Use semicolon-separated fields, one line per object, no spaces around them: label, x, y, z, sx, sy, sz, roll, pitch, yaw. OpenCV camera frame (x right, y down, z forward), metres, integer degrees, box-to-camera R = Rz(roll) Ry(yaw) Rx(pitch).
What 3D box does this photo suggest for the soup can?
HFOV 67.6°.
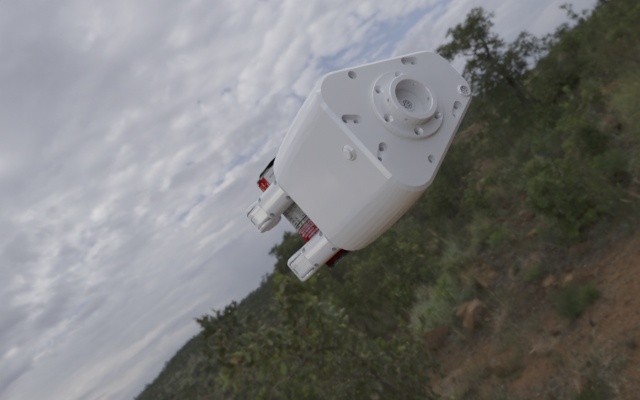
soup can;0.000;0.001;0.427;0.068;0.102;0.068;-41;-6;-5
